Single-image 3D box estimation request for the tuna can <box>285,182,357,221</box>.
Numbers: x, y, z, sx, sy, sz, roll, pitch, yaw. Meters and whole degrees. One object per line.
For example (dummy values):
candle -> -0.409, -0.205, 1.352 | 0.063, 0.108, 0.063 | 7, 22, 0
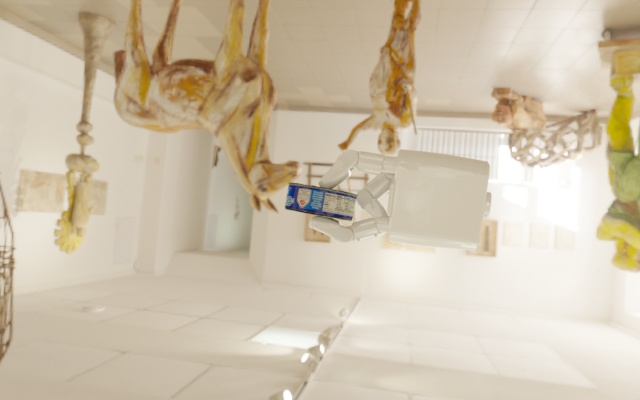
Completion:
tuna can -> 0.000, 0.002, 0.582 | 0.086, 0.034, 0.086 | 10, -1, 0
